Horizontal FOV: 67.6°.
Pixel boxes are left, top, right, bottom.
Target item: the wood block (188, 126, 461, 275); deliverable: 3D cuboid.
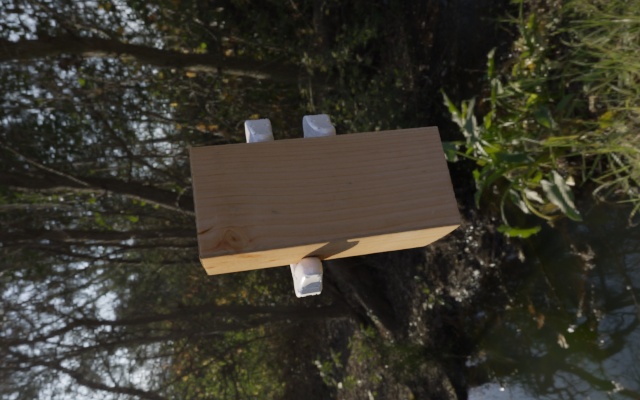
[{"bbox_3d":[0.000,0.002,0.414,0.206,0.090,0.090,-7,-16,-11],"label":"wood block"}]
